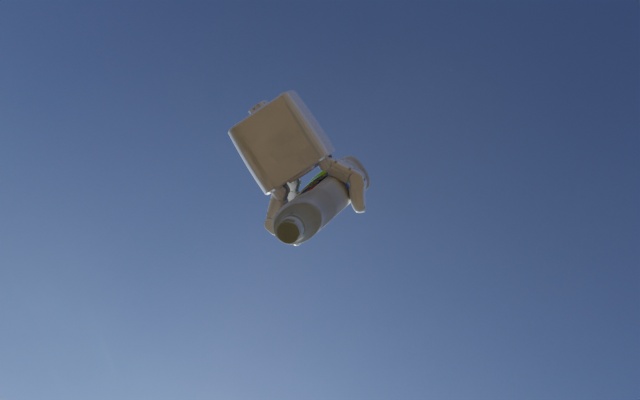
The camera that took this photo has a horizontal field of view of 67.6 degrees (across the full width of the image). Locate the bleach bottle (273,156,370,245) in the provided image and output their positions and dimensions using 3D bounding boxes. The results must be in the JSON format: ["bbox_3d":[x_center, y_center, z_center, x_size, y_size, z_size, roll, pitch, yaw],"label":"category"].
[{"bbox_3d":[0.000,0.002,0.678,0.102,0.068,0.250,-31,5,21],"label":"bleach bottle"}]
